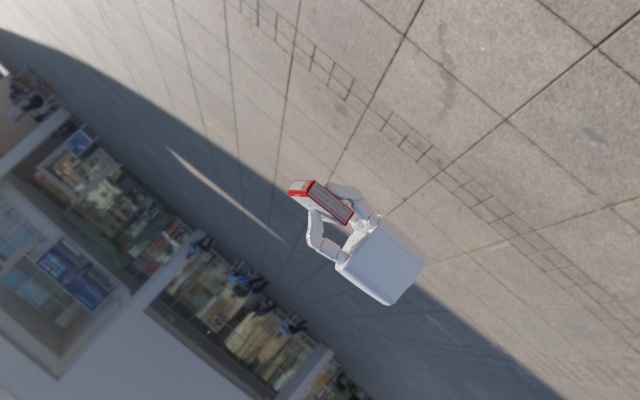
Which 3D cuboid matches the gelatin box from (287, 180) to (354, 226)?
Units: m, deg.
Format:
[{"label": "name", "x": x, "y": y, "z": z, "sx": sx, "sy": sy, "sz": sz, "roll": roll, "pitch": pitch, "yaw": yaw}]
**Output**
[{"label": "gelatin box", "x": 0.000, "y": 0.003, "z": 0.755, "sx": 0.089, "sy": 0.030, "sz": 0.073, "roll": 38, "pitch": -14, "yaw": -23}]
